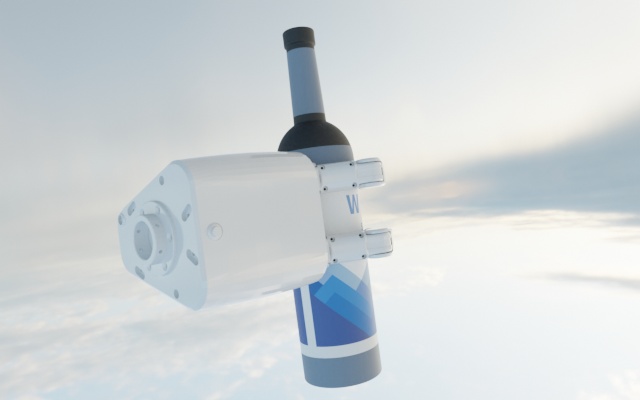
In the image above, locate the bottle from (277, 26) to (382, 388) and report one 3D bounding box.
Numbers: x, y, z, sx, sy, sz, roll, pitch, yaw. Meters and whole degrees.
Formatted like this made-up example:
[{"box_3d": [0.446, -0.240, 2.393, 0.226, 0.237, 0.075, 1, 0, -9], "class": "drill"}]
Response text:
[{"box_3d": [0.000, 0.002, 0.408, 0.069, 0.295, 0.069, -8, -1, 0], "class": "bottle"}]
